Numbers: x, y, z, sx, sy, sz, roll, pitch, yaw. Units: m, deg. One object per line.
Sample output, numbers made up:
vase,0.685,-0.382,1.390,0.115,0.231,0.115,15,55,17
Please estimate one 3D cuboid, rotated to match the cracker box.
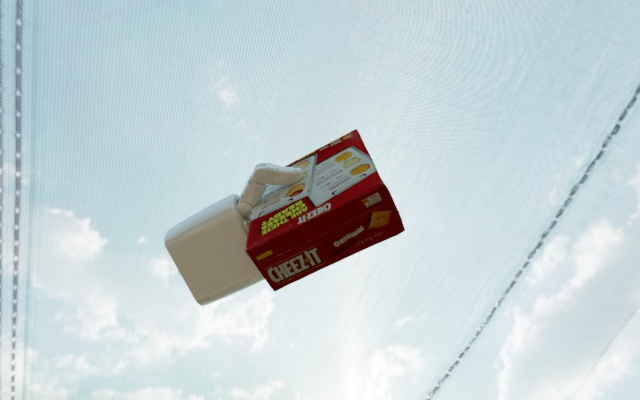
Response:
cracker box,0.000,0.002,0.598,0.164,0.072,0.213,-26,23,8
